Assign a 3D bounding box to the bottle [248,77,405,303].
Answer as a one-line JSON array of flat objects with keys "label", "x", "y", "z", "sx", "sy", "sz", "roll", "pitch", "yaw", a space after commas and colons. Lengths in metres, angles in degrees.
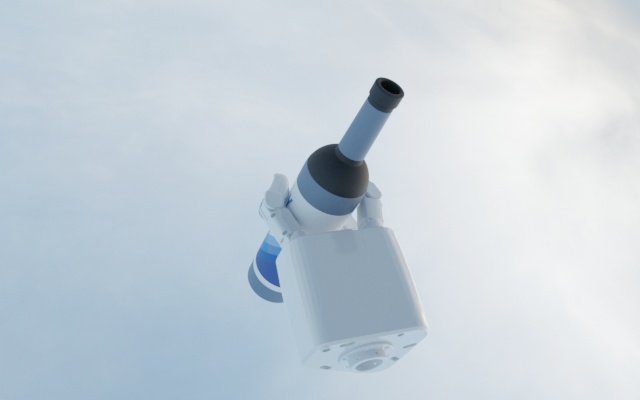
[{"label": "bottle", "x": 0.000, "y": 0.002, "z": 0.491, "sx": 0.069, "sy": 0.069, "sz": 0.296, "roll": 0, "pitch": -40, "yaw": -31}]
